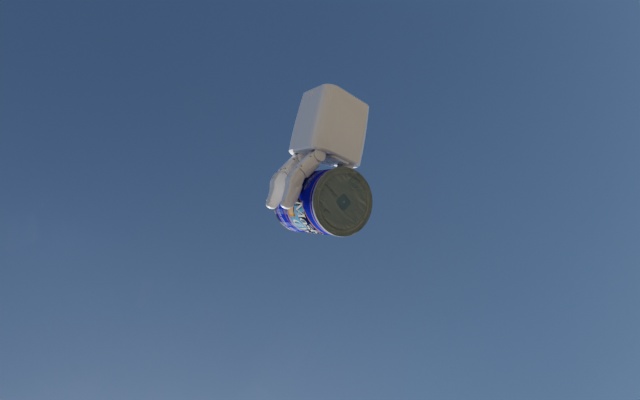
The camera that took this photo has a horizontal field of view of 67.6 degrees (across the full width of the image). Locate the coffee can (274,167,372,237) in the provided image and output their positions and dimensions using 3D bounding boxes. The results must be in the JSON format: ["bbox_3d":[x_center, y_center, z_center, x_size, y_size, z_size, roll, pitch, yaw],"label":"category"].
[{"bbox_3d":[0.000,0.003,0.757,0.103,0.103,0.140,0,0,-30],"label":"coffee can"}]
